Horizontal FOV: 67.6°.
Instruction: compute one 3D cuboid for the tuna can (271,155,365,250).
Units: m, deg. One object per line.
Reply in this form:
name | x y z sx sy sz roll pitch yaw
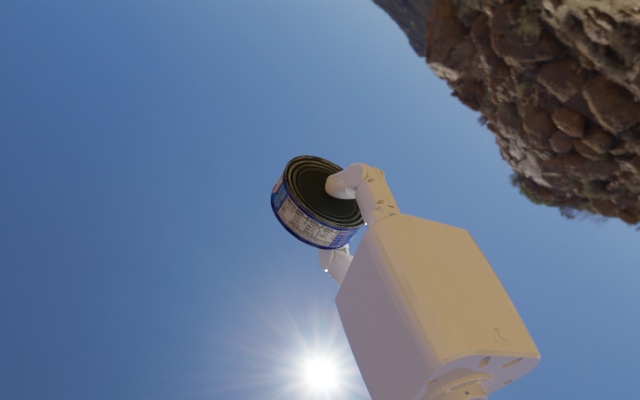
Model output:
tuna can | 0.000 0.002 0.423 0.086 0.086 0.034 0 -42 -40
